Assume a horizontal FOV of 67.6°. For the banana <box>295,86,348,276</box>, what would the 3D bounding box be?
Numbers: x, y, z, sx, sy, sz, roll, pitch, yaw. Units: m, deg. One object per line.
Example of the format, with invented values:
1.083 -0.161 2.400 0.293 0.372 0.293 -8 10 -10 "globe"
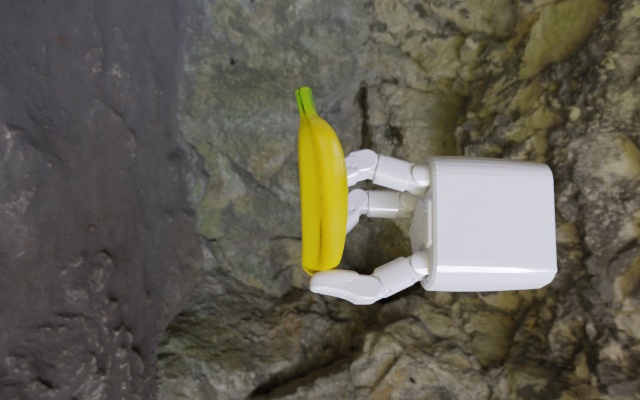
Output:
0.001 0.011 0.389 0.037 0.198 0.069 -3 41 -3 "banana"
